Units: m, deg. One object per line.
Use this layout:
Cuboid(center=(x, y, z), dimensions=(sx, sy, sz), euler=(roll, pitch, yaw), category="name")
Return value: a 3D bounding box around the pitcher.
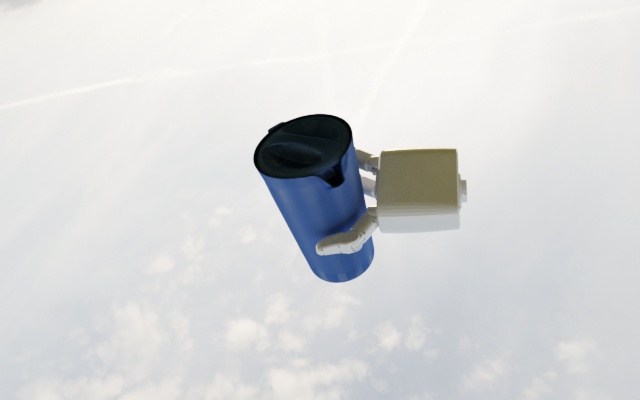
Cuboid(center=(0.000, 0.002, 0.694), dimensions=(0.145, 0.149, 0.243), euler=(-2, -45, 18), category="pitcher")
